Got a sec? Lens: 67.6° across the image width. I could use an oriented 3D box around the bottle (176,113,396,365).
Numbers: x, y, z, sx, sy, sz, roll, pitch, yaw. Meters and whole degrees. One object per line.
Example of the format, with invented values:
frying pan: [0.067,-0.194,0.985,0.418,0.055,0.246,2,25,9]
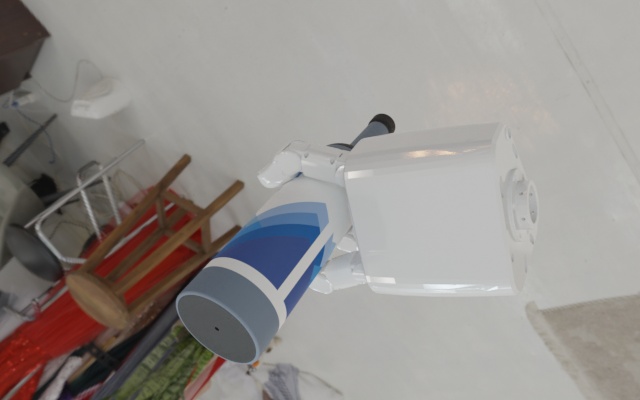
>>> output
bottle: [0.000,0.001,0.410,0.069,0.069,0.295,0,34,34]
